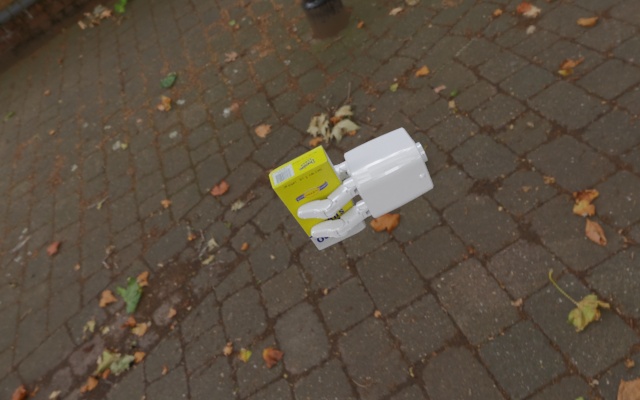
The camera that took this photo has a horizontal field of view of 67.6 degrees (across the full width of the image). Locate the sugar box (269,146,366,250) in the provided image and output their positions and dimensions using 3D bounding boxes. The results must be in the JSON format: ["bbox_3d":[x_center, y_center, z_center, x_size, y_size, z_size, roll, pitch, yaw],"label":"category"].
[{"bbox_3d":[0.000,0.003,0.763,0.093,0.048,0.176,-26,-47,8],"label":"sugar box"}]
